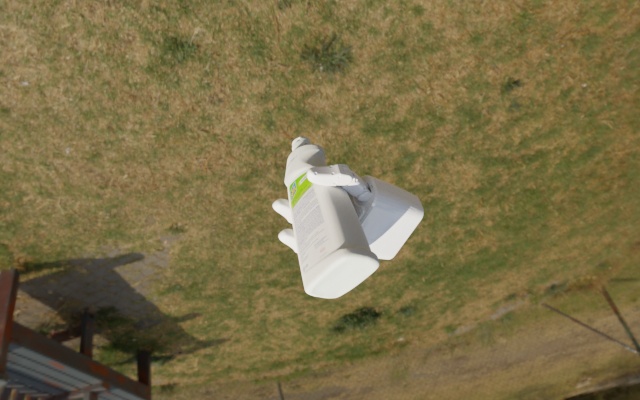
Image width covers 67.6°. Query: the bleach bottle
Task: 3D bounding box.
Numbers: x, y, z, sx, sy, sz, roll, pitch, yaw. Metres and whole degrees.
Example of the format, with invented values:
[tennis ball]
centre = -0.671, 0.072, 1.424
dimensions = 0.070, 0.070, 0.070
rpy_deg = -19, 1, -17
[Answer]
[bleach bottle]
centre = 0.000, 0.002, 0.662
dimensions = 0.068, 0.250, 0.103
rpy_deg = 17, -48, -35
